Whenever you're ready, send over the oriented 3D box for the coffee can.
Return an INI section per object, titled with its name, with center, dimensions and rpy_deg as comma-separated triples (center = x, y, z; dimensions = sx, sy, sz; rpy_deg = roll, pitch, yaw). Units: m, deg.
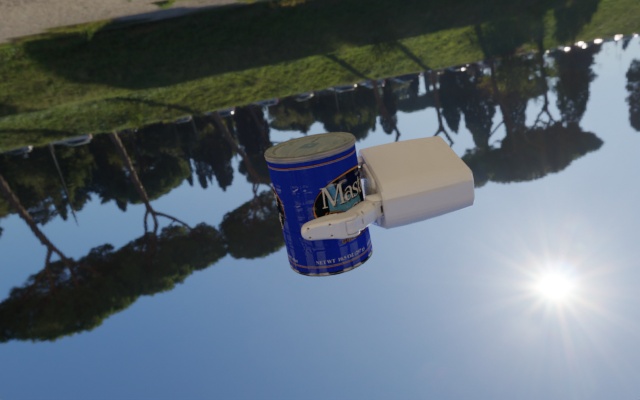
[coffee can]
center = 0.000, 0.002, 0.553
dimensions = 0.103, 0.140, 0.102
rpy_deg = -10, 19, 3
